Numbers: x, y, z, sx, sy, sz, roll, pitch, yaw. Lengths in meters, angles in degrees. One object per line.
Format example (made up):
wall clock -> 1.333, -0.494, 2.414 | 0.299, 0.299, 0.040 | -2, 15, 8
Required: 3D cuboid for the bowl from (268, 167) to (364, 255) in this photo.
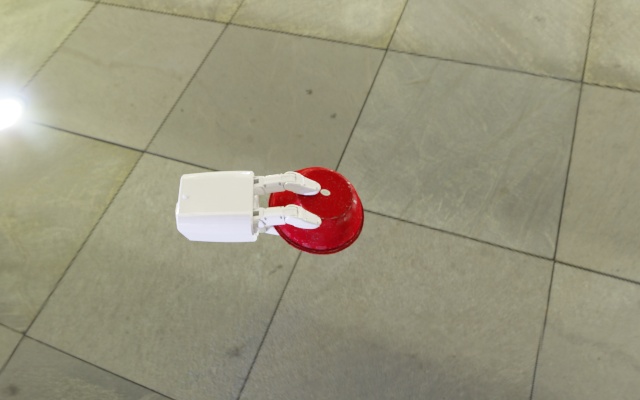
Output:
bowl -> 0.001, 0.002, 0.759 | 0.162, 0.162, 0.055 | 0, -31, -16
